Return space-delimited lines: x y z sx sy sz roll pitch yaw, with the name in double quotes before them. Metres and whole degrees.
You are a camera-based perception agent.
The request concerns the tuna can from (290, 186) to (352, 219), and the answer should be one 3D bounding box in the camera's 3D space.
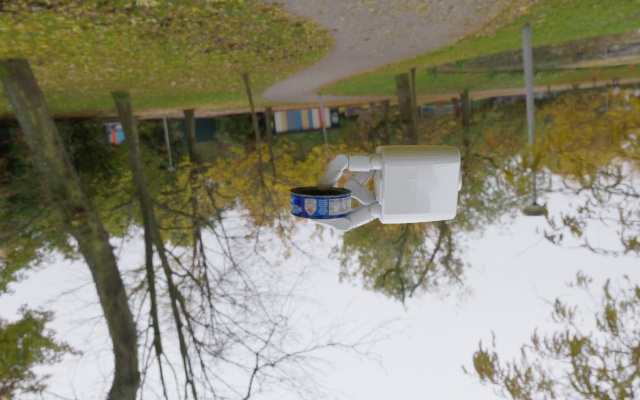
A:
"tuna can" 0.000 0.003 0.666 0.086 0.034 0.086 1 10 0
